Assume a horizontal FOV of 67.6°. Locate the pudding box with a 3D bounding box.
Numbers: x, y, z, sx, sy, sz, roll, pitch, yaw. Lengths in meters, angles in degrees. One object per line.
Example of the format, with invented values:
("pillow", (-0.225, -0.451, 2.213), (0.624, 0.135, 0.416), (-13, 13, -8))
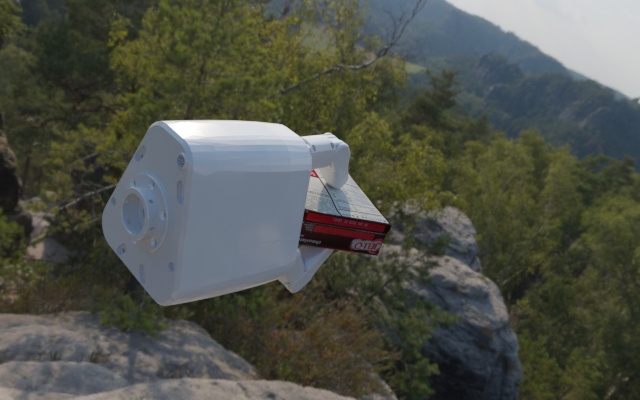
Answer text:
("pudding box", (0.000, 0.001, 0.439), (0.090, 0.039, 0.113), (12, 27, -28))
